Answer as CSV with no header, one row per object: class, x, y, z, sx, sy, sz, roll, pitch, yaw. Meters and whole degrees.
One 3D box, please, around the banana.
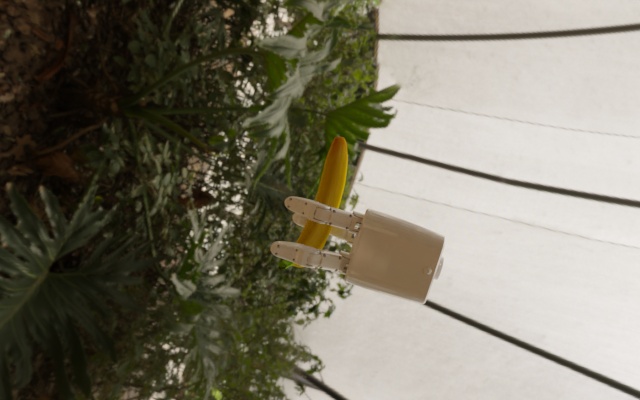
banana,0.002,0.011,0.652,0.037,0.197,0.070,18,-15,15
